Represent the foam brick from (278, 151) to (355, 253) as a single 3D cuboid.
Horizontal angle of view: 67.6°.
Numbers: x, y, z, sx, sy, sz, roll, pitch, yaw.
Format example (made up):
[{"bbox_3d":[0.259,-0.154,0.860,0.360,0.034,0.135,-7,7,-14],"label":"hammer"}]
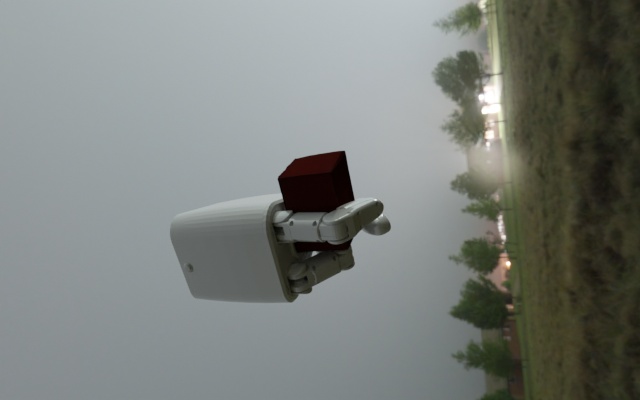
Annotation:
[{"bbox_3d":[0.000,0.001,0.438,0.051,0.078,0.053,-4,24,20],"label":"foam brick"}]
